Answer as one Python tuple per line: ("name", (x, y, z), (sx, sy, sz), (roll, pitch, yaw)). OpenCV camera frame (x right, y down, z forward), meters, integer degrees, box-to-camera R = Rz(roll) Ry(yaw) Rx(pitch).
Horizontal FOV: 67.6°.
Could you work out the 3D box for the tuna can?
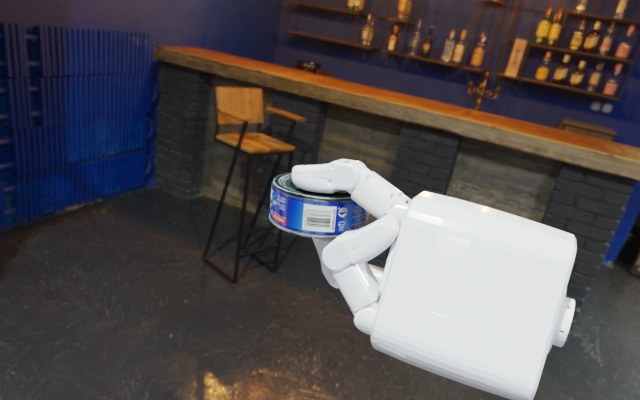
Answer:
("tuna can", (0.000, 0.001, 0.404), (0.086, 0.034, 0.086), (5, 17, -1))
